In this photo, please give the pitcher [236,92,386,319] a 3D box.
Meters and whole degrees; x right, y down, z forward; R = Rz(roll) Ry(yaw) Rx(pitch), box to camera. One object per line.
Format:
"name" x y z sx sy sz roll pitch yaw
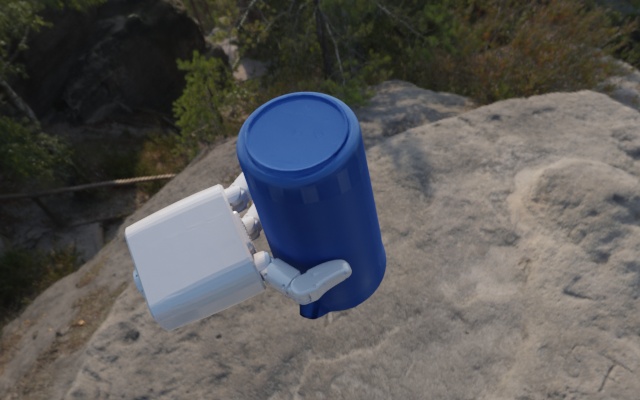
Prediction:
"pitcher" 0.000 0.002 0.501 0.145 0.149 0.243 -25 -35 -8
